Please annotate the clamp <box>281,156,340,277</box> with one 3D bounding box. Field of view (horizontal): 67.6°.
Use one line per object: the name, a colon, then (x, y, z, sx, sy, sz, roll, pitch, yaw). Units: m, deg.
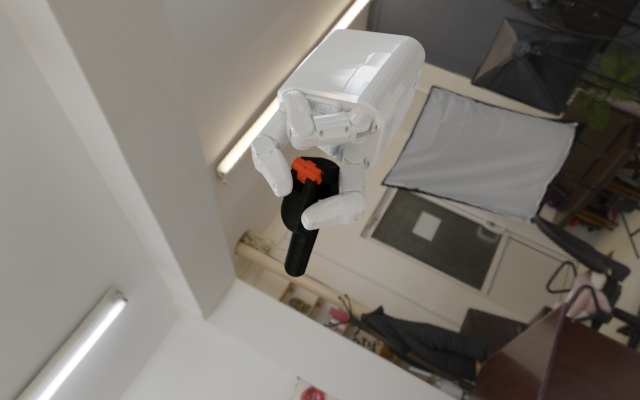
clamp: (-0.001, 0.001, 0.496, 0.039, 0.120, 0.172, 27, -29, 13)
